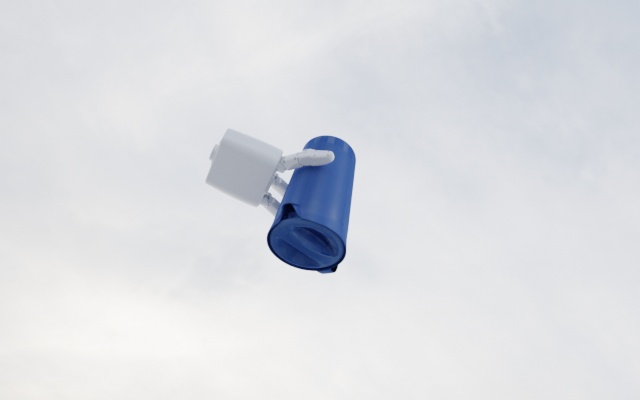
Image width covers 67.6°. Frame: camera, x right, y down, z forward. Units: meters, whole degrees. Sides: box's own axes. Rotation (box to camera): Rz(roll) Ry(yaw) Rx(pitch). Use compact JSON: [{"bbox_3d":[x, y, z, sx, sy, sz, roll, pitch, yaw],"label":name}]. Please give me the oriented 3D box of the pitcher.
[{"bbox_3d":[0.000,0.003,0.863,0.145,0.242,0.149,22,-44,-8],"label":"pitcher"}]
